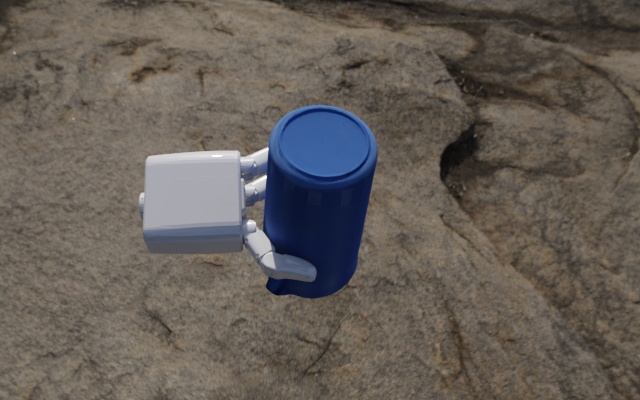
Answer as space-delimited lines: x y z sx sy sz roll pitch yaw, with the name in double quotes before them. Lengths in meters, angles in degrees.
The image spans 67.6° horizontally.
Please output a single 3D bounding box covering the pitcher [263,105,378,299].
"pitcher" 0.000 0.002 0.564 0.145 0.149 0.243 -3 -33 -8
